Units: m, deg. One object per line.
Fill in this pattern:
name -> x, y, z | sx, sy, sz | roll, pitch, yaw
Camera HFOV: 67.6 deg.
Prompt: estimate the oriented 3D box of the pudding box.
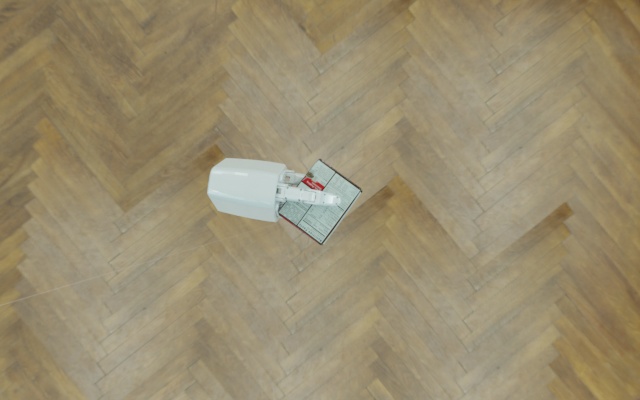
pudding box -> 0.000, 0.002, 0.768 | 0.090, 0.113, 0.039 | 37, 1, 4
